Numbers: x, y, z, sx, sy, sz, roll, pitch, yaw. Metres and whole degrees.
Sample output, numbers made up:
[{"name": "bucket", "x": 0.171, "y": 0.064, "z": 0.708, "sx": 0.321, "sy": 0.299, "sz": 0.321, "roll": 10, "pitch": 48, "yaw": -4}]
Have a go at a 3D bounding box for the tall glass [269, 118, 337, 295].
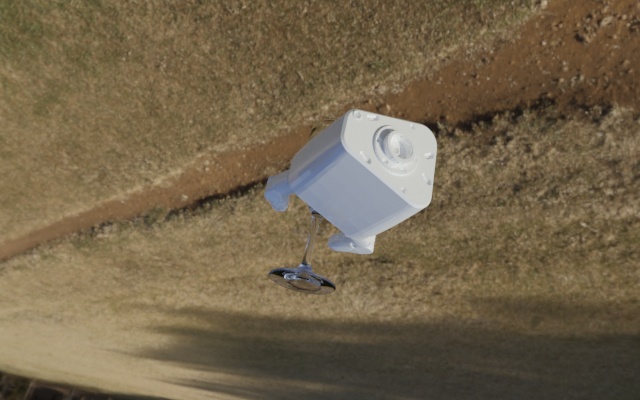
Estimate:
[{"name": "tall glass", "x": 0.000, "y": 0.002, "z": 0.559, "sx": 0.079, "sy": 0.201, "sz": 0.079, "roll": 10, "pitch": -27, "yaw": 5}]
